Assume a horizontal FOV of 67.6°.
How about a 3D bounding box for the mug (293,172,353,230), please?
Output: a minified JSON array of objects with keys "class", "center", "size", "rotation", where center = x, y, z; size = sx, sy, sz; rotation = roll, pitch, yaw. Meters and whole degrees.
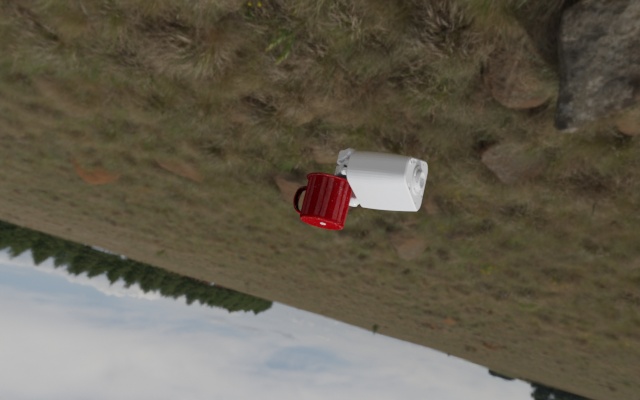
[{"class":"mug","center":[-0.001,0.003,0.864],"size":[0.117,0.081,0.093],"rotation":[6,-15,30]}]
